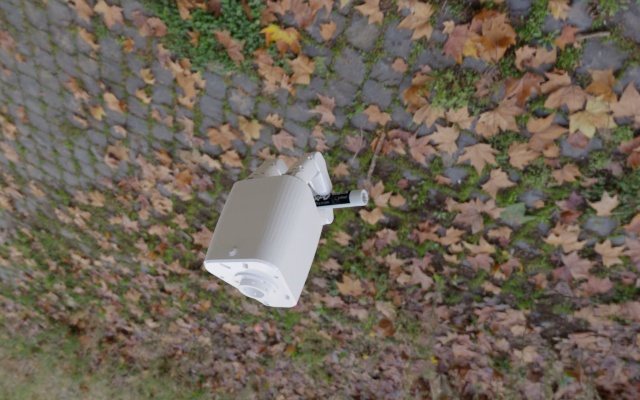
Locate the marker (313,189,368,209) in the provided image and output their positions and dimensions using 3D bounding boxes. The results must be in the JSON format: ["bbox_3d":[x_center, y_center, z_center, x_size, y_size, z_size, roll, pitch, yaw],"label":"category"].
[{"bbox_3d":[0.000,0.002,0.587,0.121,0.020,0.020,-6,-3,31],"label":"marker"}]
